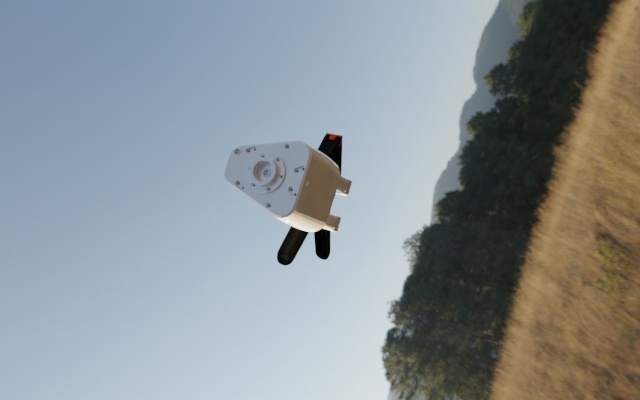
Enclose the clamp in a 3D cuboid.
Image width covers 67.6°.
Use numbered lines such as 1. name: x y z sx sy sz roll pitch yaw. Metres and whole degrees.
1. clamp: -0.001 0.002 0.744 0.036 0.210 0.164 14 -5 21
